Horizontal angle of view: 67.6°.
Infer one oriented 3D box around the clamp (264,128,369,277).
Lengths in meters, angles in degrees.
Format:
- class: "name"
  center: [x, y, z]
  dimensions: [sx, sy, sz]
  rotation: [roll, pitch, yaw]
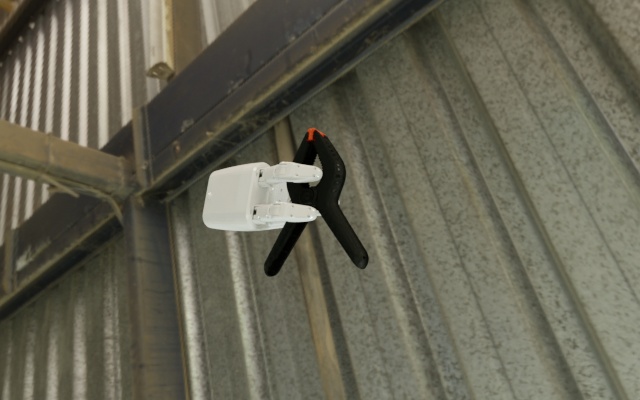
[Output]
- class: "clamp"
  center: [0.000, 0.002, 0.646]
  dimensions: [0.164, 0.210, 0.036]
  rotation: [-2, -16, 36]
